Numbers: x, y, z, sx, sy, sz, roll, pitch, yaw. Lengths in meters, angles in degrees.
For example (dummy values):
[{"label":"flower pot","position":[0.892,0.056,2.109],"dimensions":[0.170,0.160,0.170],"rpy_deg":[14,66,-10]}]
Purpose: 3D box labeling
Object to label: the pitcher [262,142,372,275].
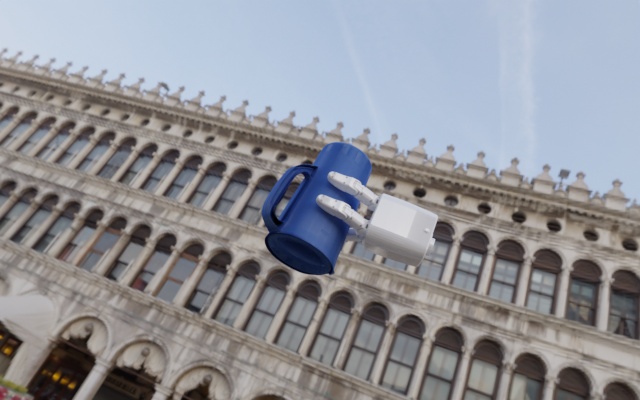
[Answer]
[{"label":"pitcher","position":[0.000,0.003,0.883],"dimensions":[0.145,0.242,0.149],"rpy_deg":[20,-31,12]}]
